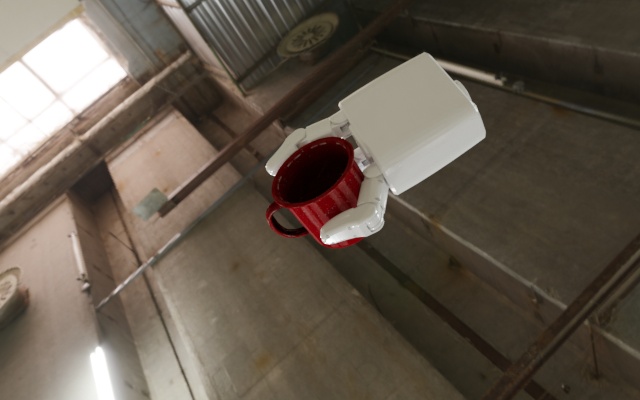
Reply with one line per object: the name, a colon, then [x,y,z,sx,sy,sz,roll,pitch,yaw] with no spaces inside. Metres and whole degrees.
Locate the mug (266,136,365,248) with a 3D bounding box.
mug: [-0.001,0.003,0.494,0.117,0.081,0.093,-31,38,8]
